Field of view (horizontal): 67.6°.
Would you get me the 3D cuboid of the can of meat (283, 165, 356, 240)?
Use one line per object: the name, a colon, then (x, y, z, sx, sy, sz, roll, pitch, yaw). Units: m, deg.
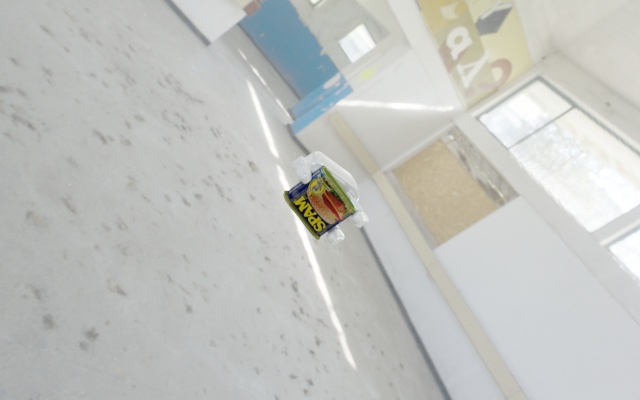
can of meat: (0.000, 0.002, 0.820, 0.084, 0.102, 0.057, -35, 14, 11)
